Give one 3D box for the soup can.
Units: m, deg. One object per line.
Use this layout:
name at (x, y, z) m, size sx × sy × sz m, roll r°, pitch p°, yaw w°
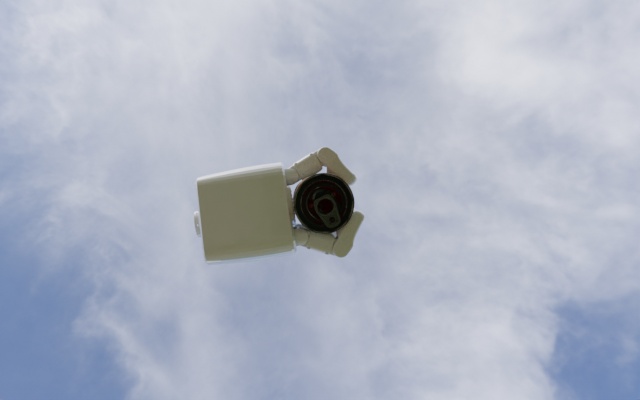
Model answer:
soup can at (0.001, 0.002, 0.577) m, size 0.068 × 0.068 × 0.102 m, roll 0°, pitch 2°, yaw -5°
